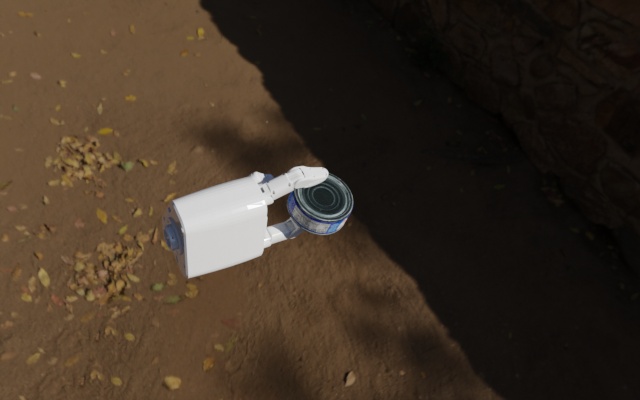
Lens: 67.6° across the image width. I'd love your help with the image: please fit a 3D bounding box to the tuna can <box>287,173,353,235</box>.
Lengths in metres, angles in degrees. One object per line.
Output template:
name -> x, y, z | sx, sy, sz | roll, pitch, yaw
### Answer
tuna can -> 0.000, 0.002, 0.644 | 0.086, 0.086, 0.034 | 0, -35, -22
